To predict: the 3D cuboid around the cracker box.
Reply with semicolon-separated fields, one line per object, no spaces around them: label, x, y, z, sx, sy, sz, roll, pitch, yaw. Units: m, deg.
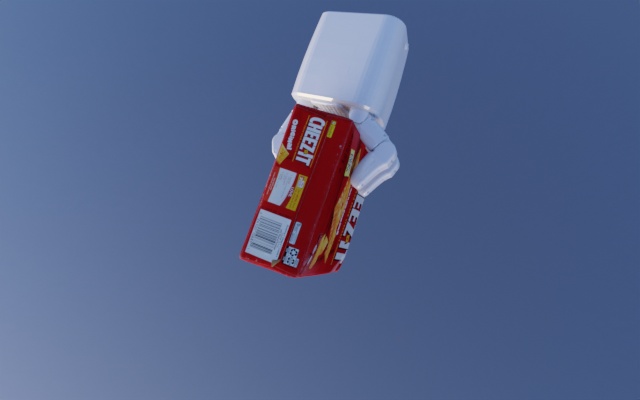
cracker box;0.000;0.002;0.558;0.072;0.164;0.214;19;-2;14
